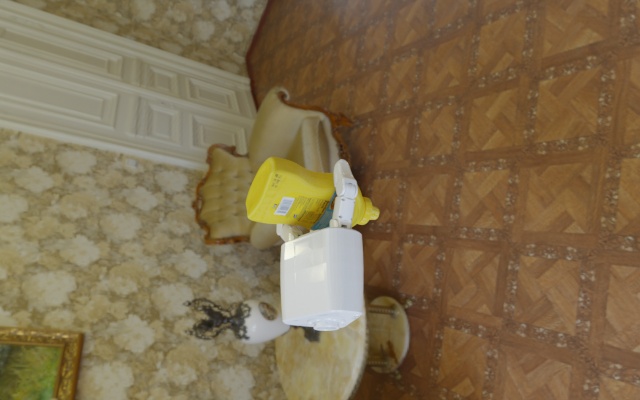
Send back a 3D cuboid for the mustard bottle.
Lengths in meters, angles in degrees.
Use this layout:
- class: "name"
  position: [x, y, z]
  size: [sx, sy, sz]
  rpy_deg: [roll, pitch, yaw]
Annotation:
- class: "mustard bottle"
  position: [0.000, 0.002, 0.670]
  size: [0.191, 0.096, 0.058]
  rpy_deg: [12, 38, -26]
